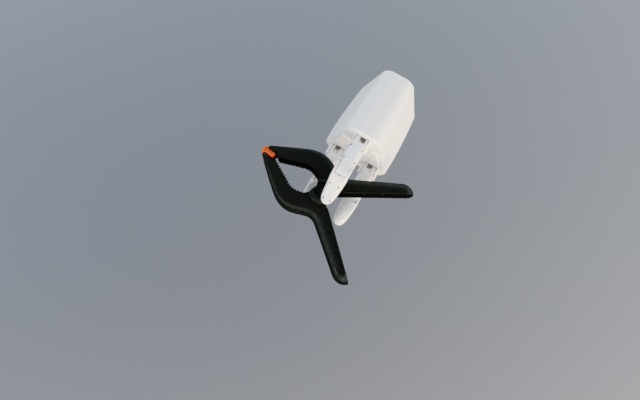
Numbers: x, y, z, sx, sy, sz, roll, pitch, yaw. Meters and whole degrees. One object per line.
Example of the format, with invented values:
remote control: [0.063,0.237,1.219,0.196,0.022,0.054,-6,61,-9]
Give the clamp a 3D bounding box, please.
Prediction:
clamp: [0.000,0.001,0.648,0.210,0.164,0.036,30,-16,5]
